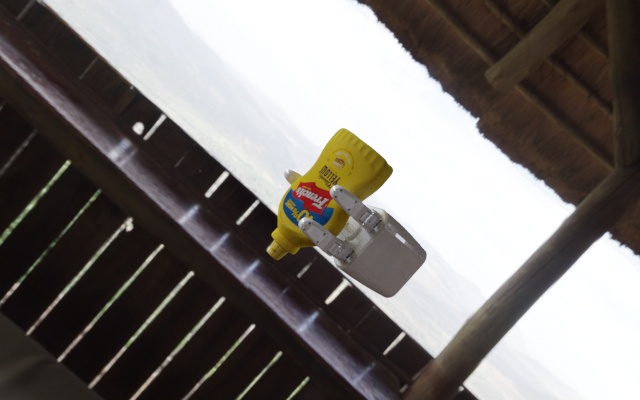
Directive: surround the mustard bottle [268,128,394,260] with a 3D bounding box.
[{"bbox_3d":[0.000,0.002,0.626,0.096,0.191,0.058,44,5,33],"label":"mustard bottle"}]
